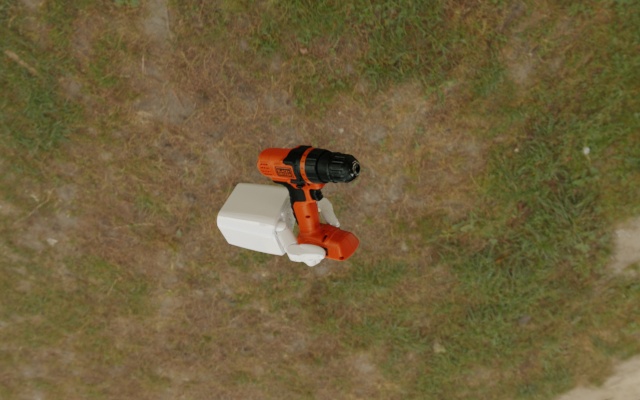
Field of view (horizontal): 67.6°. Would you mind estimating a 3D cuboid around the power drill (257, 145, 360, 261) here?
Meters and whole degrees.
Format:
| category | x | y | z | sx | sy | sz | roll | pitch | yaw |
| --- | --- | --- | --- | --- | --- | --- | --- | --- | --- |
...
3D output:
| category | x | y | z | sx | sy | sz | roll | pitch | yaw |
| --- | --- | --- | --- | --- | --- | --- | --- | --- | --- |
| power drill | 0.000 | 0.003 | 0.738 | 0.184 | 0.188 | 0.057 | 10 | 39 | 41 |
